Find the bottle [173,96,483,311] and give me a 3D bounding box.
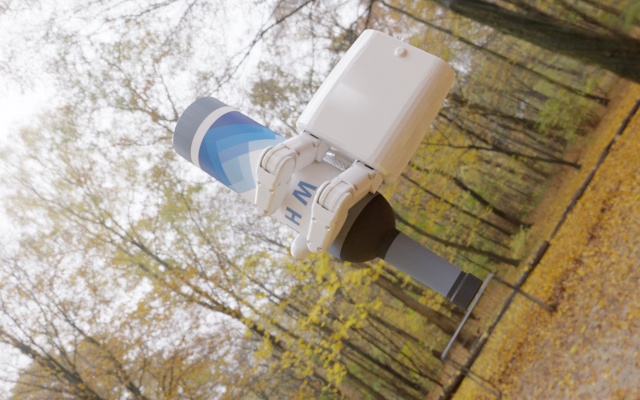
[{"bbox_3d":[0.000,0.001,0.416,0.295,0.069,0.069,31,11,19],"label":"bottle"}]
